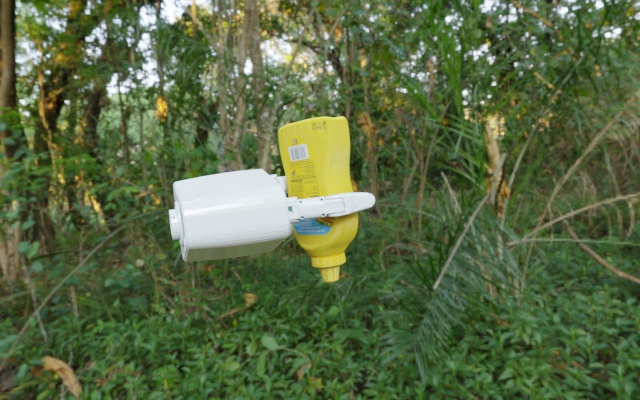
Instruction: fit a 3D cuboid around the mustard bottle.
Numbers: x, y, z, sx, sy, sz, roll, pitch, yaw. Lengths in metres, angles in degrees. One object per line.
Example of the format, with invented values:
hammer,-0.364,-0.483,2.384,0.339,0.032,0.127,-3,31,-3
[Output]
mustard bottle,0.000,0.002,0.567,0.058,0.191,0.096,-10,4,-44
